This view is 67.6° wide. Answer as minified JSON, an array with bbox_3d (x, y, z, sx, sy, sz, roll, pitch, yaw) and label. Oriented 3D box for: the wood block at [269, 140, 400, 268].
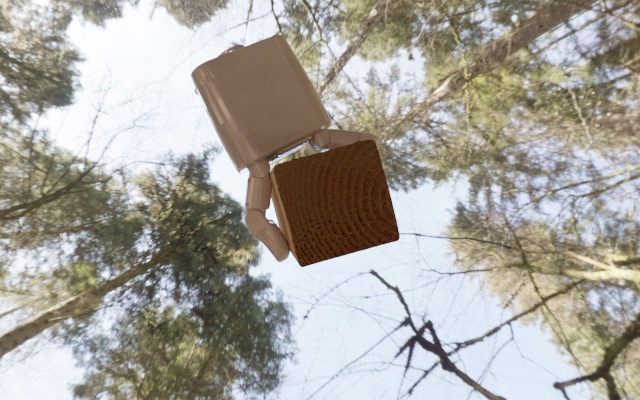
[{"bbox_3d":[0.000,0.001,0.493,0.091,0.090,0.206,-16,3,-7],"label":"wood block"}]
